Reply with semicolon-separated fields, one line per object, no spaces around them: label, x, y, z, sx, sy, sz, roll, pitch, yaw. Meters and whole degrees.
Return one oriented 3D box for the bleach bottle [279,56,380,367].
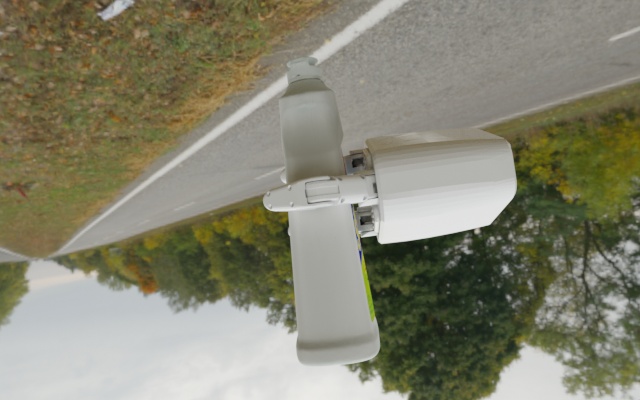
bleach bottle;0.000;0.001;0.410;0.068;0.251;0.102;-8;-2;4
